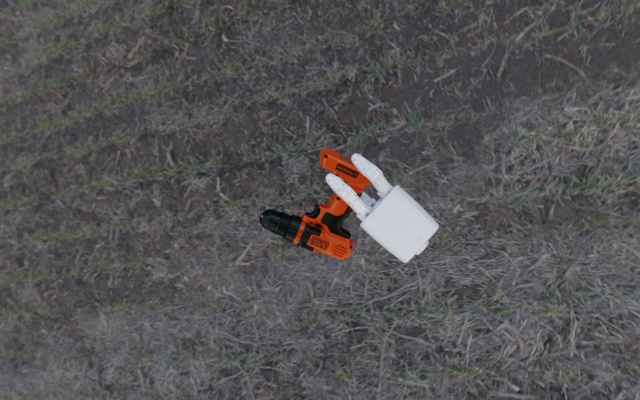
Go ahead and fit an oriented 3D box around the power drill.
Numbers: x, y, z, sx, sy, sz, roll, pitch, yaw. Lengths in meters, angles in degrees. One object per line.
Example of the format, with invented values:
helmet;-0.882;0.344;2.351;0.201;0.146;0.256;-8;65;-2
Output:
power drill;0.001;0.003;0.875;0.184;0.188;0.057;22;17;-10
